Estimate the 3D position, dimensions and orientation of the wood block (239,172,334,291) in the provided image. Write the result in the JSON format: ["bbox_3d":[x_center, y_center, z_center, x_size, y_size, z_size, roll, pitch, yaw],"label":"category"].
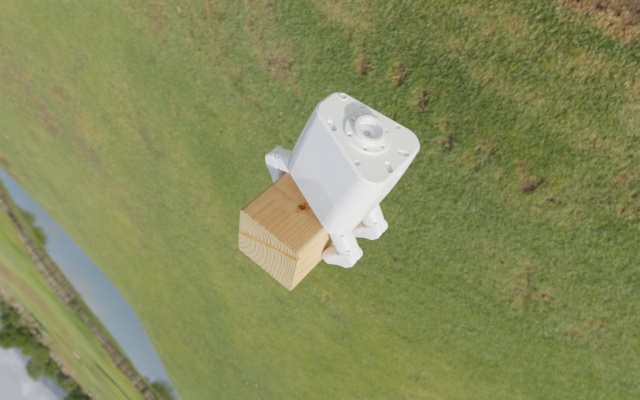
[{"bbox_3d":[0.000,0.002,0.614,0.091,0.090,0.206,37,55,17],"label":"wood block"}]
